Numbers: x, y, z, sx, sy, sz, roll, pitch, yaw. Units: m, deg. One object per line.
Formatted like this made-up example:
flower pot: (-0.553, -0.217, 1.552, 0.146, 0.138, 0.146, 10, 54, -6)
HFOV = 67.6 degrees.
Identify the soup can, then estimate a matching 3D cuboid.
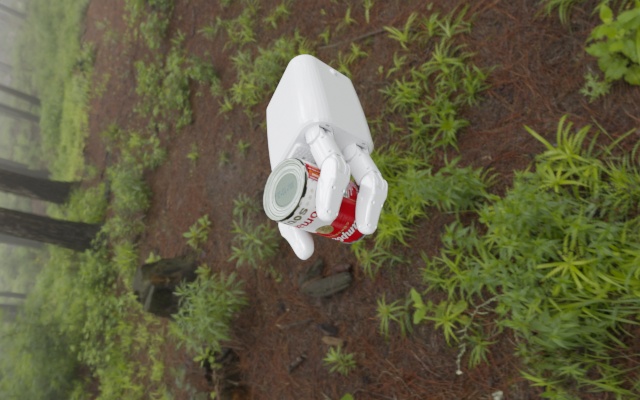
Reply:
soup can: (0.000, 0.002, 0.501, 0.102, 0.068, 0.068, 20, -13, -39)
